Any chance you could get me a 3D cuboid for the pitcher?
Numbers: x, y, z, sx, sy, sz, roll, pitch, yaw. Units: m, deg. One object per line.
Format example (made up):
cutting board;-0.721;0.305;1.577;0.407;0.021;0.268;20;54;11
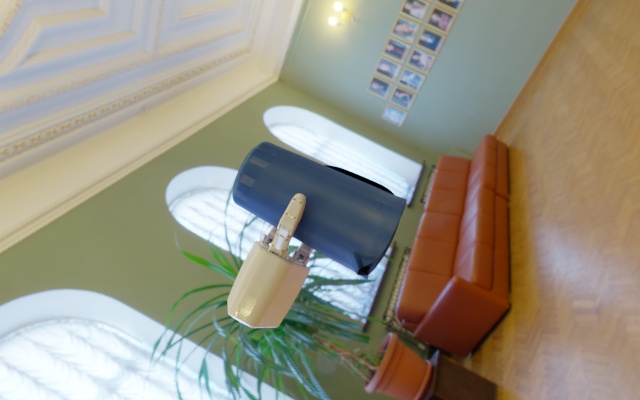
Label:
pitcher;0.000;0.003;0.725;0.243;0.145;0.149;27;-2;5
